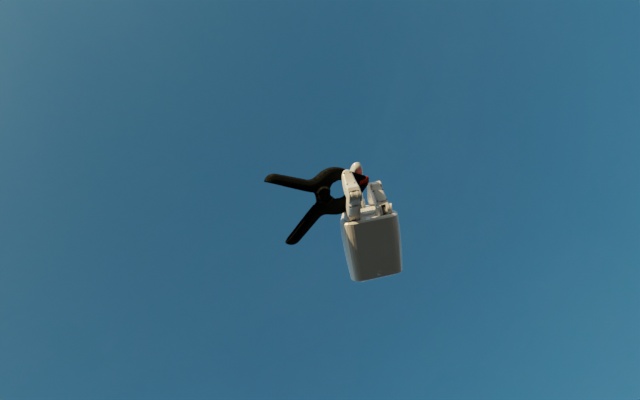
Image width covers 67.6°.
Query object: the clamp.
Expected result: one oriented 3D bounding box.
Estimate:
[{"bbox_3d":[0.000,0.002,0.791,0.171,0.120,0.039,-11,13,-9],"label":"clamp"}]
